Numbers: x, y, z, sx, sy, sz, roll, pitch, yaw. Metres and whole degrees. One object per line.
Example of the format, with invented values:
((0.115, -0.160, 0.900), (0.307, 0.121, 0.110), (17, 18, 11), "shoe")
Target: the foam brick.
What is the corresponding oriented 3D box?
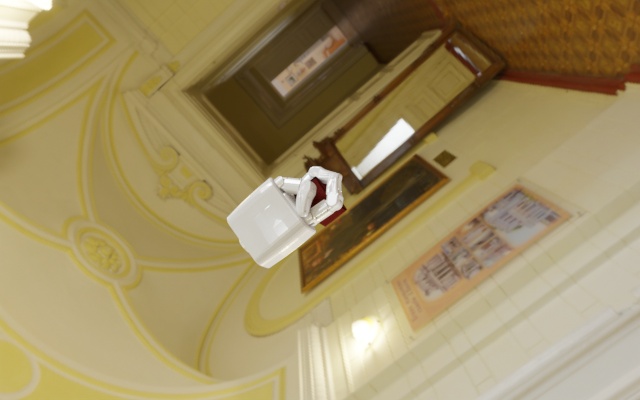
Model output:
((0.000, 0.003, 0.832), (0.051, 0.053, 0.078), (-40, -30, 8), "foam brick")
